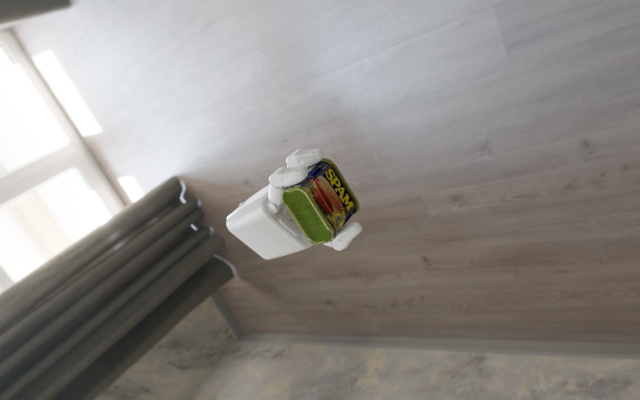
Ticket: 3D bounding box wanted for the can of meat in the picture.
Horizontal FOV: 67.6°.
[{"bbox_3d":[0.000,0.003,0.702,0.057,0.102,0.084,-20,19,42],"label":"can of meat"}]
